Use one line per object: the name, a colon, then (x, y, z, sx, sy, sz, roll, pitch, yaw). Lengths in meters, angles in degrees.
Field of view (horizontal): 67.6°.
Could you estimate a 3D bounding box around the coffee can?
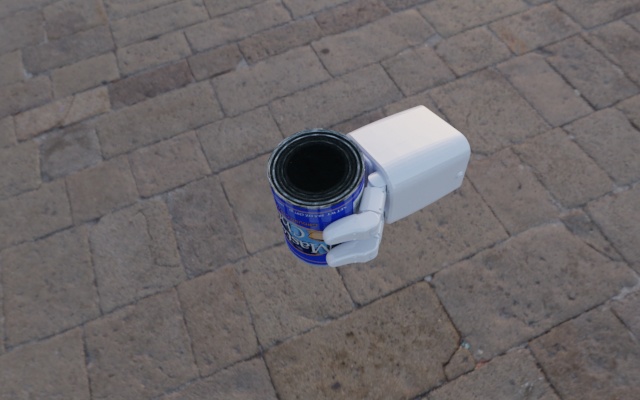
coffee can: (0.000, 0.002, 0.551, 0.103, 0.102, 0.140, 0, -32, 5)
